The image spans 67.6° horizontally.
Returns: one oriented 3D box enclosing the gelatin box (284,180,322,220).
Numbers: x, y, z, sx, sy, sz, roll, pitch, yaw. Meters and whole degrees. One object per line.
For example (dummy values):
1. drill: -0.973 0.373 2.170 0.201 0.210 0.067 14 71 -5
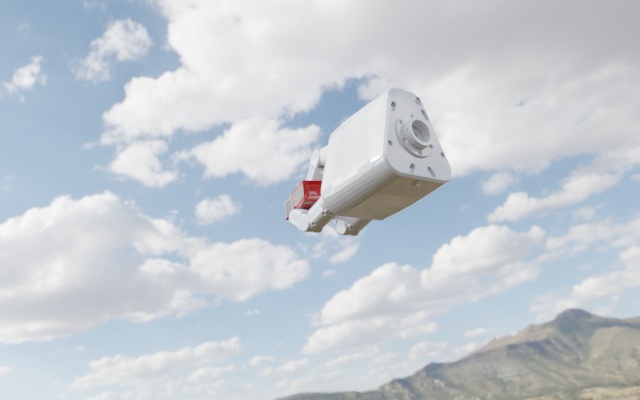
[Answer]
1. gelatin box: 0.000 0.002 0.621 0.073 0.030 0.089 2 -19 -20
